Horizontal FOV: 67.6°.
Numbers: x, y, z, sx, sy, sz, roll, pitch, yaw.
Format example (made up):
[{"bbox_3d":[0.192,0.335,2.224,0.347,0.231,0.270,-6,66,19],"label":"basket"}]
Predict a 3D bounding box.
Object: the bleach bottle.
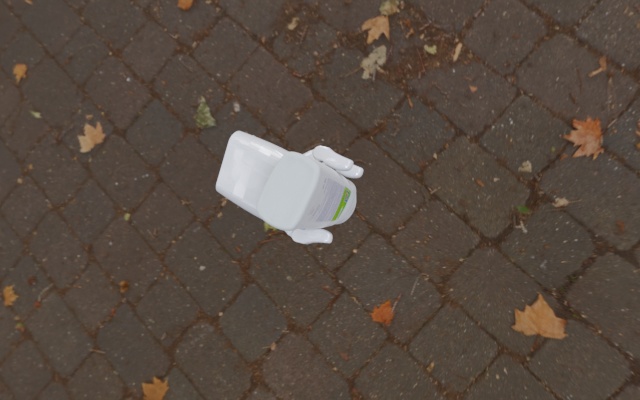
[{"bbox_3d":[0.000,0.002,0.714,0.068,0.102,0.251,27,2,21],"label":"bleach bottle"}]
